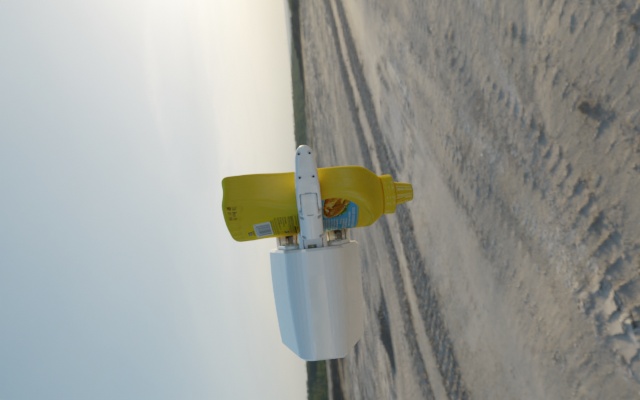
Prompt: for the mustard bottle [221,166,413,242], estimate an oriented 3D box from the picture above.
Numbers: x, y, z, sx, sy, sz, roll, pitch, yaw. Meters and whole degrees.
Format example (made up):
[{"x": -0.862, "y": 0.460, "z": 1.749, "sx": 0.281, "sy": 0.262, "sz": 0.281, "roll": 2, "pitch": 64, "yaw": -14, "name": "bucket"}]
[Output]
[{"x": 0.000, "y": 0.001, "z": 0.495, "sx": 0.191, "sy": 0.058, "sz": 0.096, "roll": -6, "pitch": -28, "yaw": -1, "name": "mustard bottle"}]
